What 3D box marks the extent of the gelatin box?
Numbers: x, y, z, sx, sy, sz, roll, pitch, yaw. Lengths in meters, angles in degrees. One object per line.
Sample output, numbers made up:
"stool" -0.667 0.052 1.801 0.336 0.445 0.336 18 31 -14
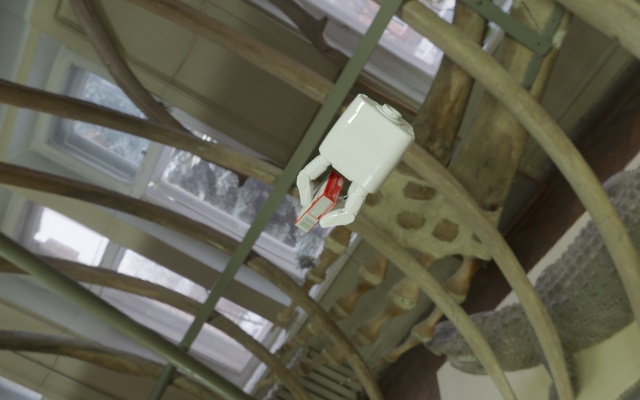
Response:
"gelatin box" 0.000 0.003 0.797 0.030 0.089 0.073 36 35 -10
